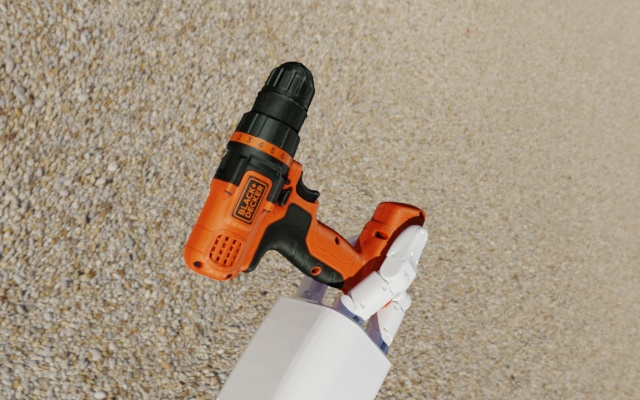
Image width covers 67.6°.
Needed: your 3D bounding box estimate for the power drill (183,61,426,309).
[{"bbox_3d":[0.000,0.002,0.409,0.188,0.184,0.057,27,-6,-26],"label":"power drill"}]
